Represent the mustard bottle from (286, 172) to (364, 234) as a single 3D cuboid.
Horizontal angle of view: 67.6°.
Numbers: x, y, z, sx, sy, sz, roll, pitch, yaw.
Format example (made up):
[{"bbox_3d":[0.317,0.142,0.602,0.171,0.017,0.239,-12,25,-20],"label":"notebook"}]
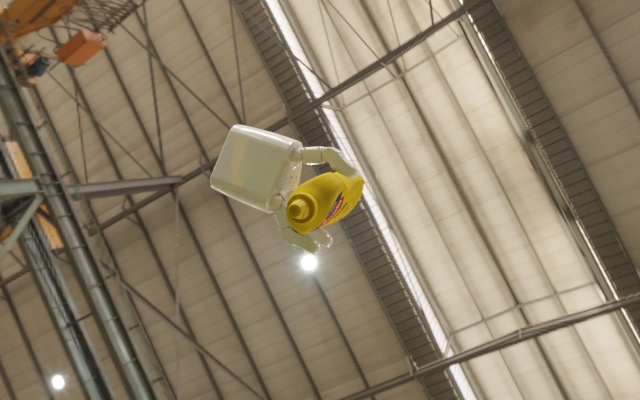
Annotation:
[{"bbox_3d":[0.000,0.002,0.687,0.058,0.096,0.191,44,19,11],"label":"mustard bottle"}]
